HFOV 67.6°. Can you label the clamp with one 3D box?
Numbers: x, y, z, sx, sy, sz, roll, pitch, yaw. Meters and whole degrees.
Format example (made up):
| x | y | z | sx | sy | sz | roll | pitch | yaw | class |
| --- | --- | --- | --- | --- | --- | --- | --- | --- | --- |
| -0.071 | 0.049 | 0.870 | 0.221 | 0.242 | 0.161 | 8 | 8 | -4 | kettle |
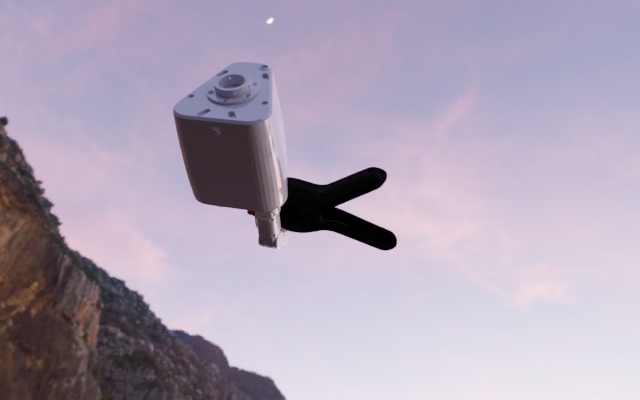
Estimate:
| x | y | z | sx | sy | sz | roll | pitch | yaw | class |
| --- | --- | --- | --- | --- | --- | --- | --- | --- | --- |
| 0.000 | 0.001 | 0.515 | 0.171 | 0.120 | 0.039 | 8 | 45 | 11 | clamp |
